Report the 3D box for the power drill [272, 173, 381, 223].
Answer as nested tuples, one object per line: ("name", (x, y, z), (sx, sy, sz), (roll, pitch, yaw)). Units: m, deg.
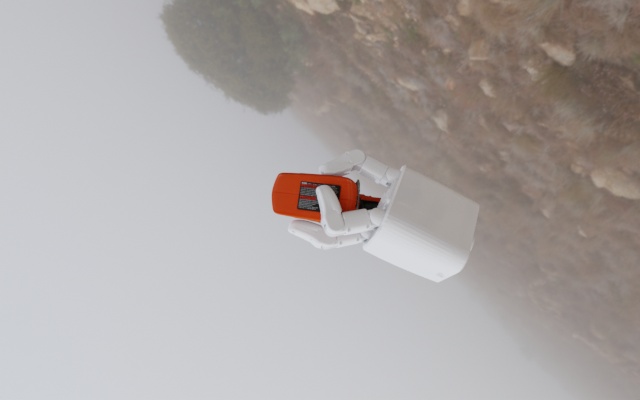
("power drill", (0.000, 0.002, 0.658), (0.184, 0.057, 0.187), (4, -3, 16))
